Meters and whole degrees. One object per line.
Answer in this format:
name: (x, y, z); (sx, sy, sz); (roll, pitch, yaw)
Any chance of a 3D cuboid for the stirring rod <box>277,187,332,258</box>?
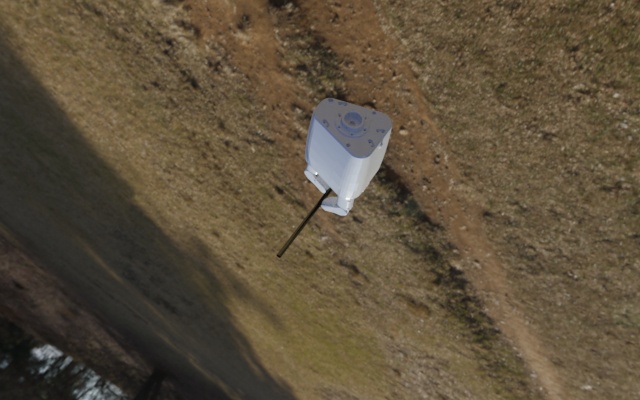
stirring rod: (0.000, 0.002, 0.795); (0.011, 0.011, 0.239); (0, 44, 49)
